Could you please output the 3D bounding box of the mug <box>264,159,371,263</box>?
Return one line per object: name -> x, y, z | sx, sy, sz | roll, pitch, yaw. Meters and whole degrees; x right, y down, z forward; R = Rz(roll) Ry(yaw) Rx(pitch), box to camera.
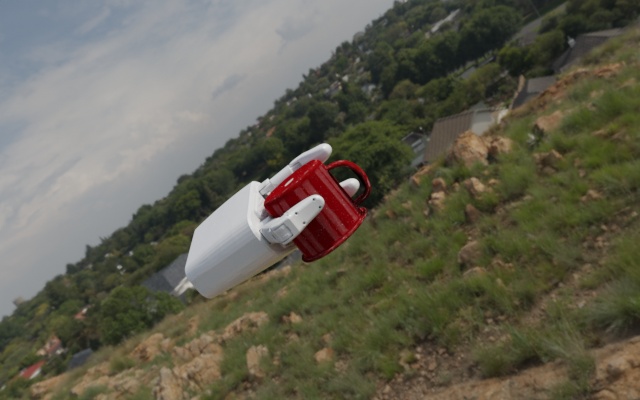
mug -> 0.001, 0.001, 0.531 | 0.117, 0.081, 0.093 | -36, 12, 16
